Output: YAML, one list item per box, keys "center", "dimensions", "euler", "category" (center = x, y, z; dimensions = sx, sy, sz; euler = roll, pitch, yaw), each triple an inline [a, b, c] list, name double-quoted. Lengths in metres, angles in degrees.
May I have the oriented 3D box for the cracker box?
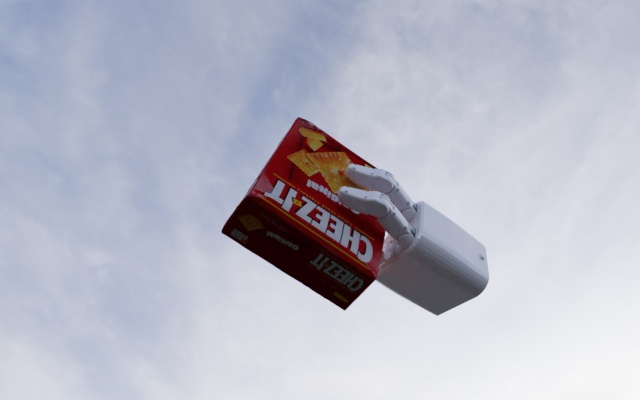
- center: [0.000, 0.002, 0.584]
  dimensions: [0.164, 0.072, 0.213]
  euler: [33, 33, -8]
  category: "cracker box"
